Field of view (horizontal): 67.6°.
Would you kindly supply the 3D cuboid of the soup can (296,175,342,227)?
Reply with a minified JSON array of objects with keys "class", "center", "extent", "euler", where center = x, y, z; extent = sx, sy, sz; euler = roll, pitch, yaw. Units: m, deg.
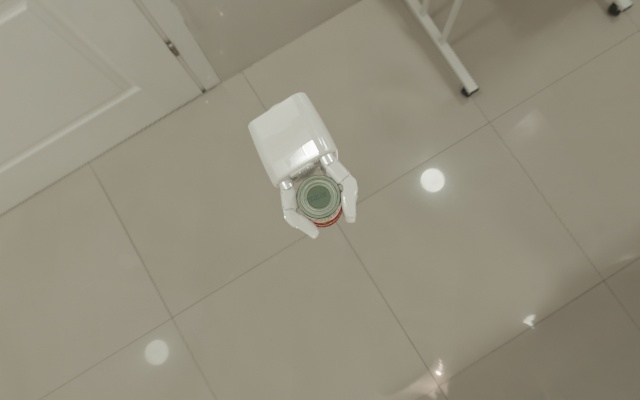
[{"class":"soup can","center":[0.000,0.003,0.746],"extent":[0.068,0.068,0.102],"euler":[0,-10,3]}]
